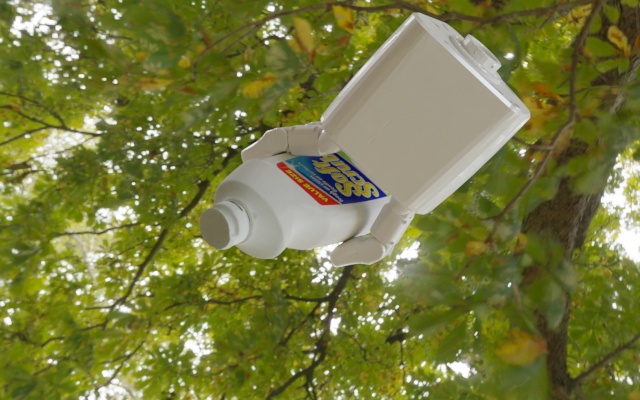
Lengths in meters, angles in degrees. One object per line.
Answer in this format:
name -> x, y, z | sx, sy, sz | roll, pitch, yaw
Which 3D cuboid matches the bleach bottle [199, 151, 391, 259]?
bleach bottle -> 0.000, 0.001, 0.419 | 0.068, 0.102, 0.251 | -46, -14, 31
